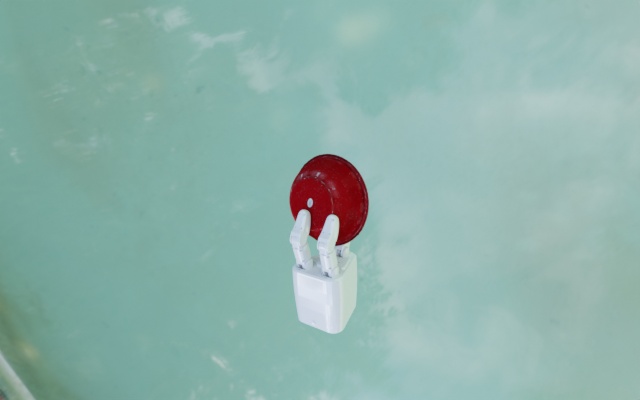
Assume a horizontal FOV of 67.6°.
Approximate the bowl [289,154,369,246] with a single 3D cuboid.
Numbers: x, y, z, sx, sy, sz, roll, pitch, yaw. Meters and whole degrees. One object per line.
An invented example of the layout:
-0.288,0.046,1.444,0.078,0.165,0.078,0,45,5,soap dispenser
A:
0.000,0.001,0.809,0.162,0.162,0.055,0,7,38,bowl
